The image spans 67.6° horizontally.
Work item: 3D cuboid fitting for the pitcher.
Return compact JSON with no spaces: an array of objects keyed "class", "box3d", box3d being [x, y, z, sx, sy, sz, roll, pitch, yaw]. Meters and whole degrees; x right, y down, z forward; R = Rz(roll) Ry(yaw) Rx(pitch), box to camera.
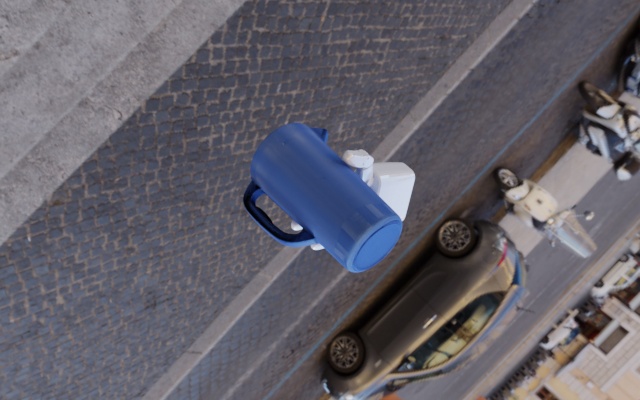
[{"class":"pitcher","box3d":[0.000,0.002,0.741,0.145,0.149,0.242,-9,43,-45]}]
